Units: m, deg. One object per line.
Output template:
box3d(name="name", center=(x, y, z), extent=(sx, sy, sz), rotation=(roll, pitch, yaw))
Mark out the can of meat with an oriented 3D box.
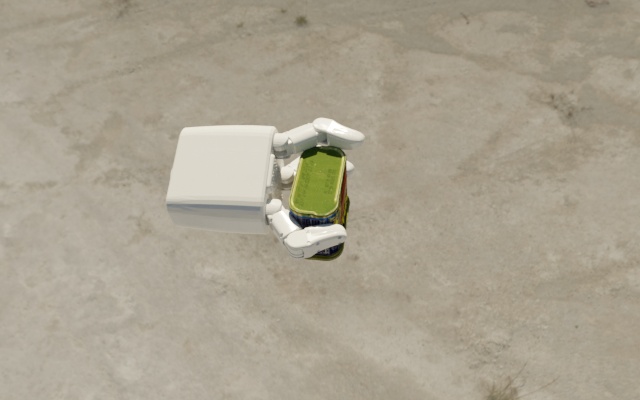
box3d(name="can of meat", center=(0.000, 0.002, 0.530), extent=(0.057, 0.102, 0.084), rotation=(5, -37, 8))
